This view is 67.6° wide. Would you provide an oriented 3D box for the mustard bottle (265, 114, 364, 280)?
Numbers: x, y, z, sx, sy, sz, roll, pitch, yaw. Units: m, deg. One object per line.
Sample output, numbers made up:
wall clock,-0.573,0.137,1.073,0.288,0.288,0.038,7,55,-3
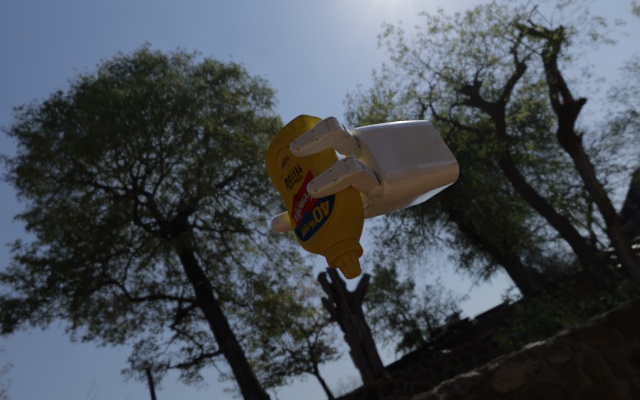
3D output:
mustard bottle,0.000,0.002,0.538,0.058,0.191,0.096,4,-40,-42
